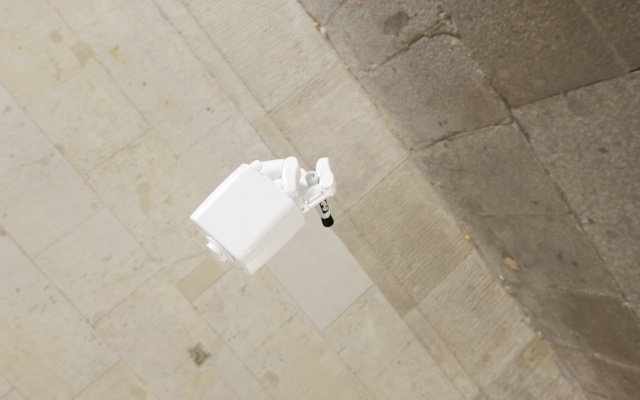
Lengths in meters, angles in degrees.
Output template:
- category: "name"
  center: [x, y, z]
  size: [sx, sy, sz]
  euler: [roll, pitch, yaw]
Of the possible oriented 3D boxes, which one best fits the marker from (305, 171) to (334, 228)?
- category: "marker"
  center: [0.000, 0.002, 0.700]
  size: [0.020, 0.020, 0.121]
  euler: [0, -36, 15]
